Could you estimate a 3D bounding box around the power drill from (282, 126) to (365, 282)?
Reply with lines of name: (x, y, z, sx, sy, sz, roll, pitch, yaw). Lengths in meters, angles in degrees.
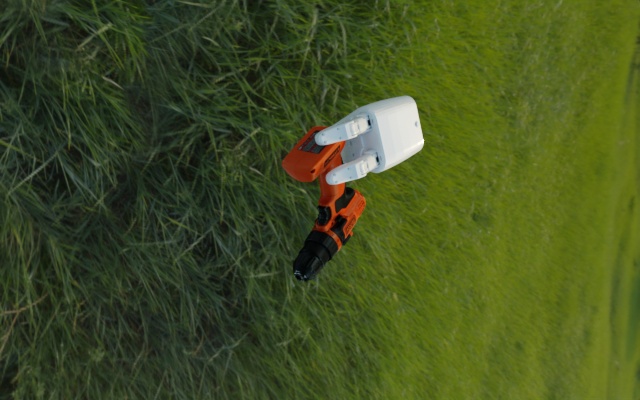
power drill: (0.000, 0.002, 0.696, 0.057, 0.188, 0.184, 14, 48, 27)
